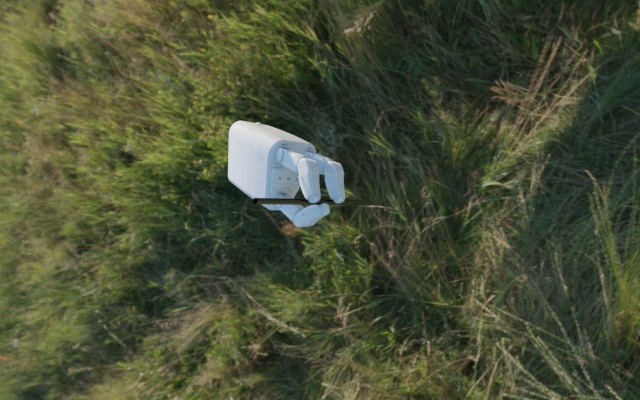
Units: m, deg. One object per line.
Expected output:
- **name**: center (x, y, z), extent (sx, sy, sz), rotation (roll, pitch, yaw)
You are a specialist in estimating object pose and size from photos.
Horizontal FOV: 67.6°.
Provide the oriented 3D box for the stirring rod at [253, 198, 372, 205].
- **stirring rod**: center (0.000, 0.002, 0.663), extent (0.011, 0.011, 0.239), rotation (0, -1, 41)
